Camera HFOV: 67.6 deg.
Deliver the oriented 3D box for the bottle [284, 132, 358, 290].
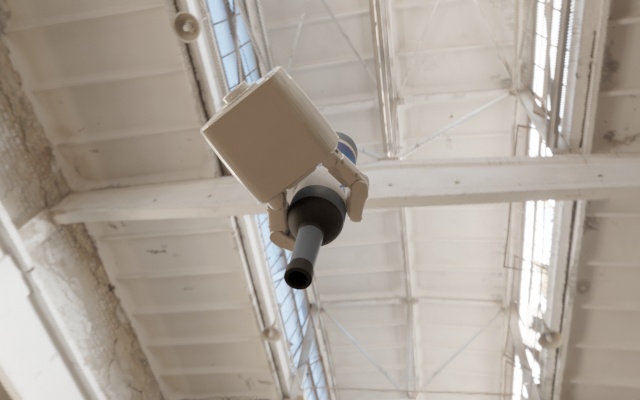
[{"bbox_3d":[0.000,0.002,0.578,0.069,0.069,0.295,0,30,10],"label":"bottle"}]
